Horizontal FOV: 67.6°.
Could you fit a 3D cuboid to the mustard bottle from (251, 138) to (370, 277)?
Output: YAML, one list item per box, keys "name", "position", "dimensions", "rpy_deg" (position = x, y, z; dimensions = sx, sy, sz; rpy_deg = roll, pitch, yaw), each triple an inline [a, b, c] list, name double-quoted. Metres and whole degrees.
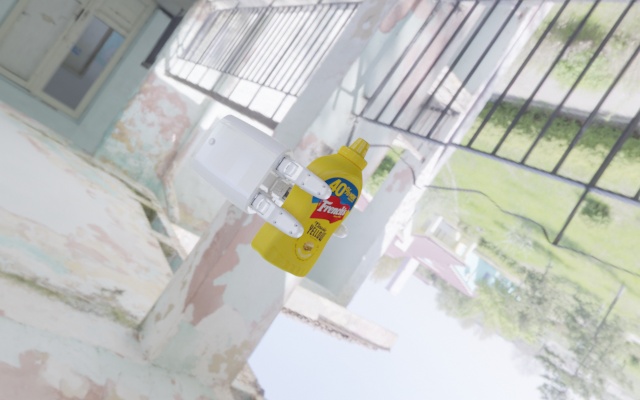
- name: "mustard bottle"
  position: [0.000, 0.002, 0.607]
  dimensions: [0.058, 0.191, 0.096]
  rpy_deg: [35, -1, 43]
